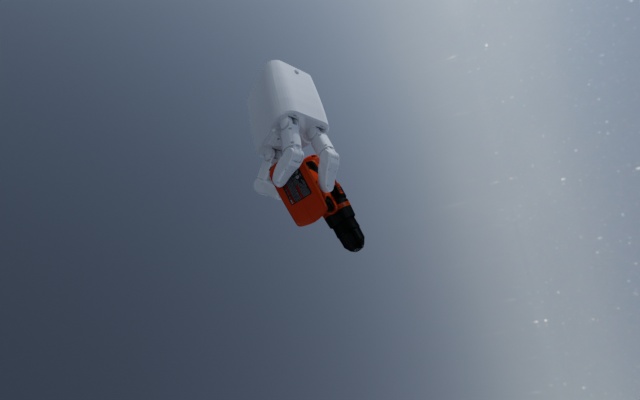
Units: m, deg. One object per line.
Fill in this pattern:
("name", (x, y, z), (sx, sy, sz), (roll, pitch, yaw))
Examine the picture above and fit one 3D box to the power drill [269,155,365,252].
("power drill", (0.000, 0.002, 0.755), (0.057, 0.184, 0.187), (-33, -12, 12))
